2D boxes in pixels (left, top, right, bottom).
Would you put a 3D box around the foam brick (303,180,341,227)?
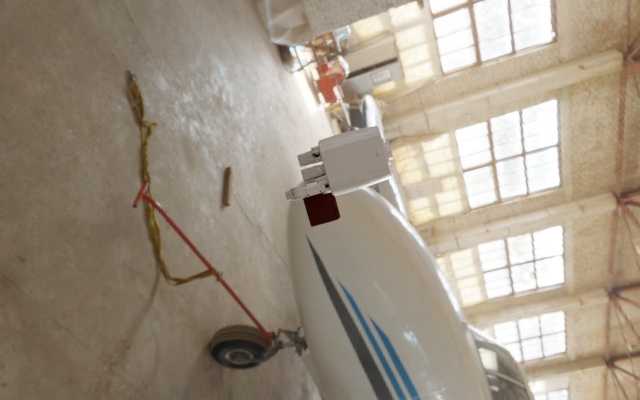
[{"bbox_3d":[0.000,0.003,0.854,0.051,0.078,0.053,-16,2,7],"label":"foam brick"}]
